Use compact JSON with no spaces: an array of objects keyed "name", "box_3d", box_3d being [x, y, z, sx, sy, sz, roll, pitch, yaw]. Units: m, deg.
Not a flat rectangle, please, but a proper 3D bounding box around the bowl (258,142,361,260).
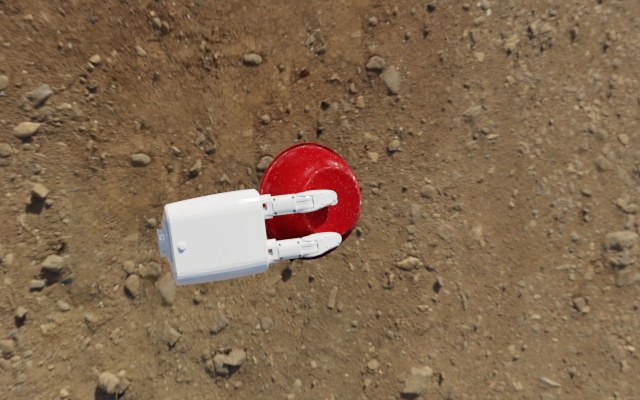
[{"name":"bowl","box_3d":[0.001,0.002,0.635,0.162,0.162,0.055,0,2,-34]}]
